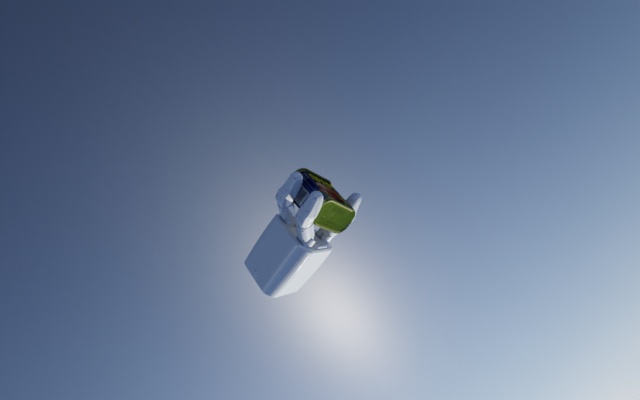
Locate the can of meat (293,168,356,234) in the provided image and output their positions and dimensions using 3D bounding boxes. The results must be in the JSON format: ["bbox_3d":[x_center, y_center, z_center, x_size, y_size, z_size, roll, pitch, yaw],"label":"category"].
[{"bbox_3d":[0.000,0.003,0.778,0.102,0.057,0.084,25,19,-51],"label":"can of meat"}]
